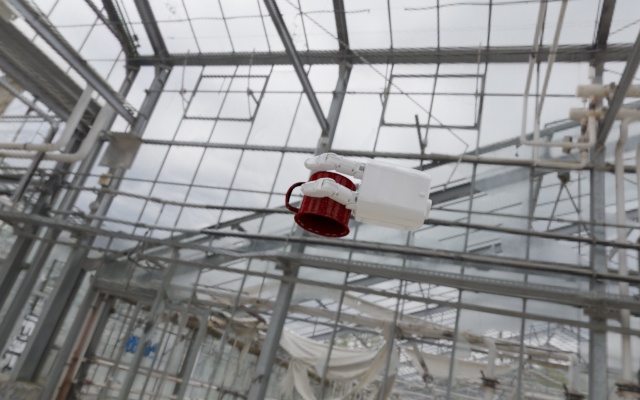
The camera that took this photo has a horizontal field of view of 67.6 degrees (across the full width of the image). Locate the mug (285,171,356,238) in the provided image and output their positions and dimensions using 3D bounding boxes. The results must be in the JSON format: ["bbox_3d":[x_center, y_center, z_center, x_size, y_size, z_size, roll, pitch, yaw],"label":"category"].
[{"bbox_3d":[-0.001,0.002,0.784,0.117,0.081,0.093,13,-24,6],"label":"mug"}]
